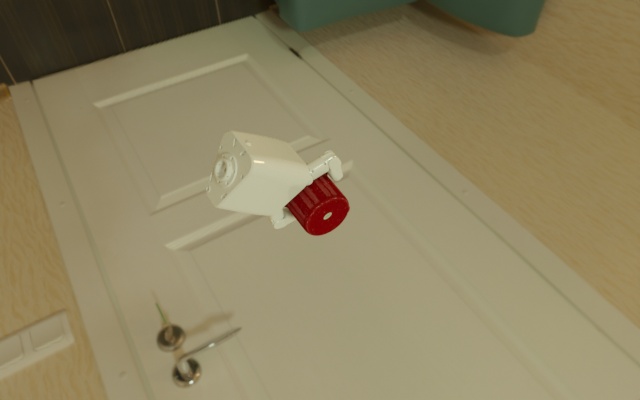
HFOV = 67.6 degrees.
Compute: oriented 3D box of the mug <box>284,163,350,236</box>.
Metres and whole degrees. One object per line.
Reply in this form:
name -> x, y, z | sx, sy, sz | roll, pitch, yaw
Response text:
mug -> 0.001, 0.003, 0.764 | 0.117, 0.093, 0.081 | 8, 33, -45
